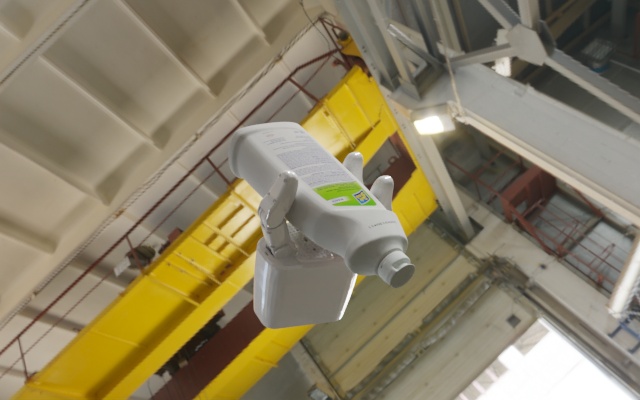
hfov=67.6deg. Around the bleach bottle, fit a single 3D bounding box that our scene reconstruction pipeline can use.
[{"bbox_3d":[0.000,0.002,0.505,0.102,0.068,0.250,-14,42,-31],"label":"bleach bottle"}]
